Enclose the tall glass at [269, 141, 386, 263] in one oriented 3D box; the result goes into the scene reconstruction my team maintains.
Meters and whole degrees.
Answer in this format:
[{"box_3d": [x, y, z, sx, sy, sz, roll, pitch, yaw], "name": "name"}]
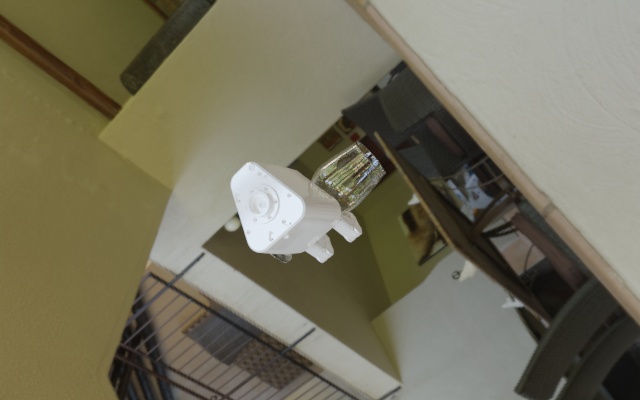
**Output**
[{"box_3d": [0.000, 0.003, 0.702, 0.201, 0.079, 0.079, -41, -14, 16], "name": "tall glass"}]
